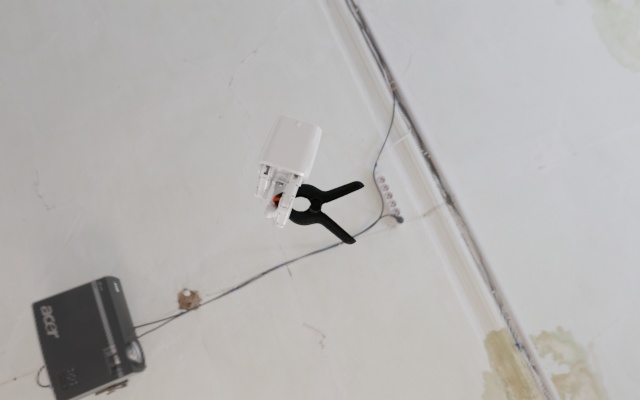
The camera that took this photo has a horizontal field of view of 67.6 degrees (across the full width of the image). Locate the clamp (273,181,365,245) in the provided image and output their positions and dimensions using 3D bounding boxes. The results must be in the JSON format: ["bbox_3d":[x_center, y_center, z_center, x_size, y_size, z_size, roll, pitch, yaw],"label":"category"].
[{"bbox_3d":[0.000,0.003,0.896,0.171,0.120,0.039,18,-17,2],"label":"clamp"}]
